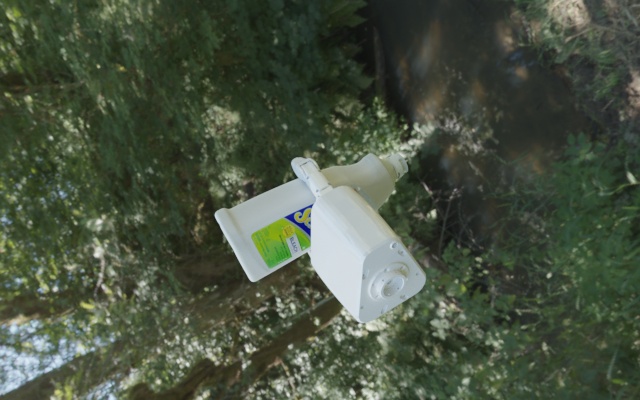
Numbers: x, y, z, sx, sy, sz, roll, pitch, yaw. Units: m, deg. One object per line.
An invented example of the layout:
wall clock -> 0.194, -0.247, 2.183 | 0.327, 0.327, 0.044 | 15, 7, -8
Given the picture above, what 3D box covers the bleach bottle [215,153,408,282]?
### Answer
bleach bottle -> 0.000, 0.002, 0.615 | 0.251, 0.103, 0.068 | -29, 39, -11
